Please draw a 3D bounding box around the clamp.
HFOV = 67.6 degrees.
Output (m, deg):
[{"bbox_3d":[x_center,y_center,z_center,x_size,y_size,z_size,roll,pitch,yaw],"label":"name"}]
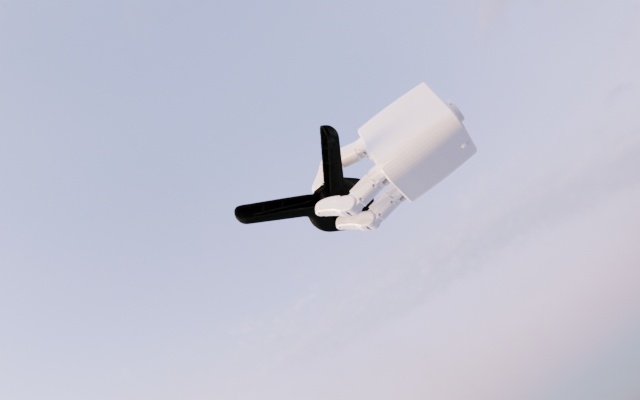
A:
[{"bbox_3d":[0.000,0.002,0.630,0.164,0.036,0.210,-36,-37,14],"label":"clamp"}]
